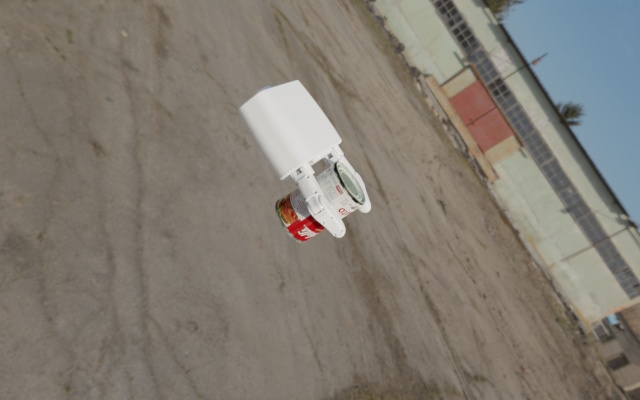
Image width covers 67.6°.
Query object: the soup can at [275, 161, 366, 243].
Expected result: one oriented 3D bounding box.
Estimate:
[{"bbox_3d":[0.001,0.002,0.635,0.102,0.068,0.068,-33,-12,19],"label":"soup can"}]
